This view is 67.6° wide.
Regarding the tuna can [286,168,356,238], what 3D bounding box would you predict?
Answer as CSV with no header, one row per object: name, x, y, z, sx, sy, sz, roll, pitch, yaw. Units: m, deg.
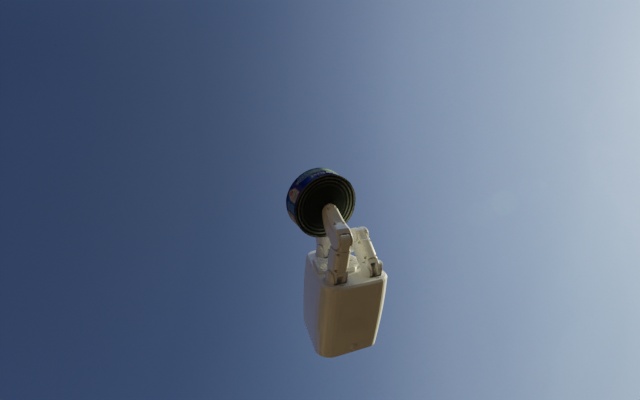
tuna can,0.000,0.002,0.612,0.086,0.086,0.033,0,21,-29
